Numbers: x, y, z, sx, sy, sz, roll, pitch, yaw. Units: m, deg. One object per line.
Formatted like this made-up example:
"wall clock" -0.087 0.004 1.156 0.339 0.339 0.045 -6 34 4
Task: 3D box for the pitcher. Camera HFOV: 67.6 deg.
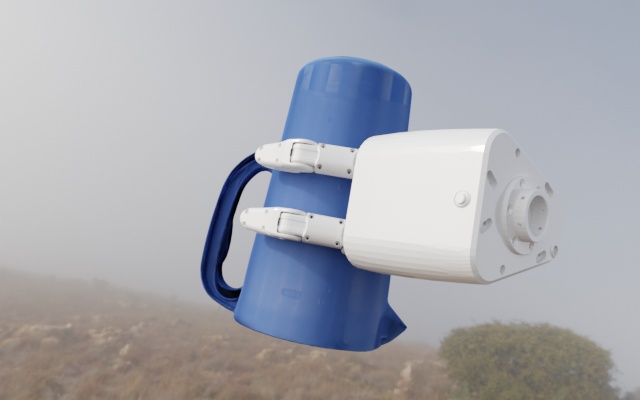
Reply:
"pitcher" 0.000 0.001 0.432 0.149 0.243 0.145 16 -8 -38
